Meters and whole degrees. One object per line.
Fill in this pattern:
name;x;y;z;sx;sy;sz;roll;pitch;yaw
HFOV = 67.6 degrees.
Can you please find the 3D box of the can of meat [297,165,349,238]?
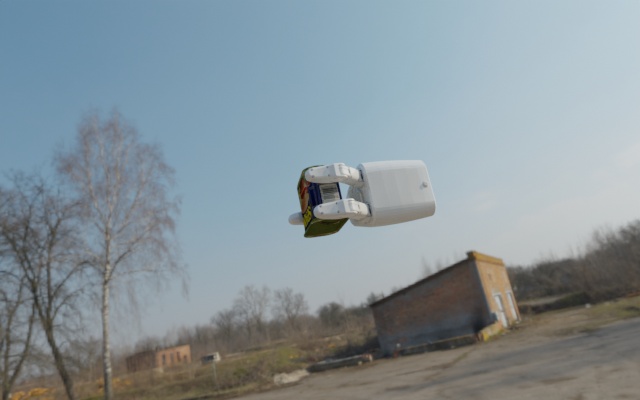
can of meat;0.000;0.002;0.721;0.057;0.084;0.102;-7;-17;-13
